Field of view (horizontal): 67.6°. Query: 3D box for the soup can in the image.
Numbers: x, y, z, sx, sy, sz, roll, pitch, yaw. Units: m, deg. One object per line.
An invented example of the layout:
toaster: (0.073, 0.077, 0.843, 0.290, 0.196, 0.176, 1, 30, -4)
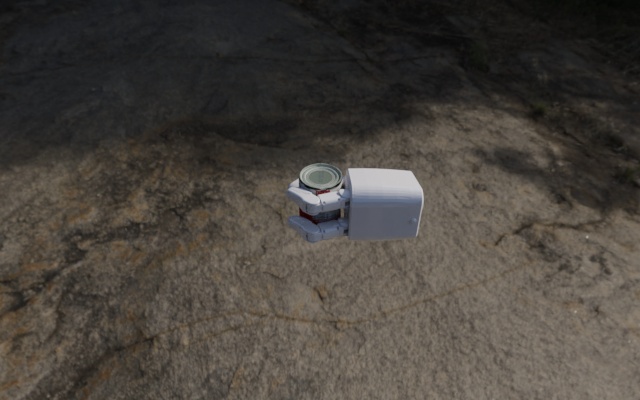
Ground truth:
soup can: (0.000, 0.002, 0.742, 0.068, 0.102, 0.068, 0, 39, 0)
